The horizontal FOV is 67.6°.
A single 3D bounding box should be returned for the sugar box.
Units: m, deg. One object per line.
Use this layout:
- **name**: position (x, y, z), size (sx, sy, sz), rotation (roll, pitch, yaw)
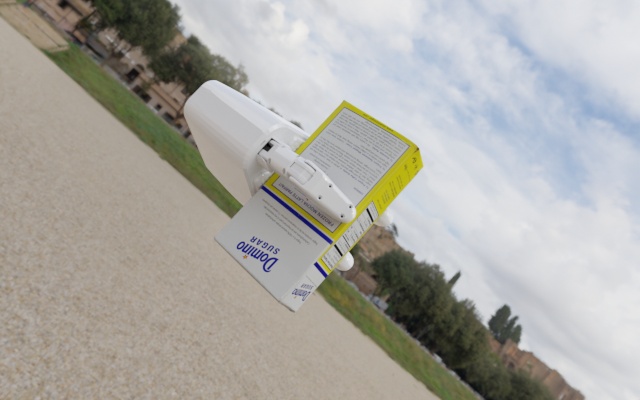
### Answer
- **sugar box**: position (0.000, 0.001, 0.426), size (0.093, 0.176, 0.048), rotation (38, -8, 31)
